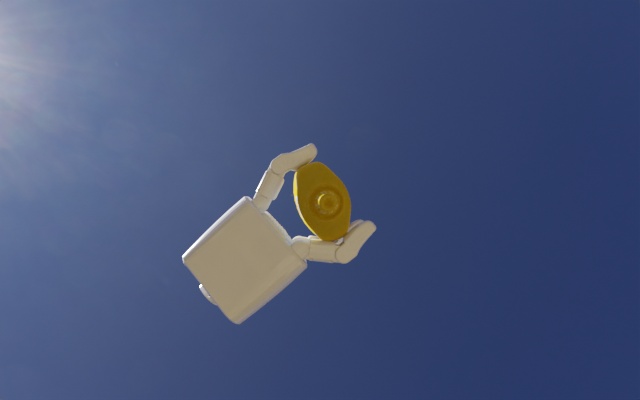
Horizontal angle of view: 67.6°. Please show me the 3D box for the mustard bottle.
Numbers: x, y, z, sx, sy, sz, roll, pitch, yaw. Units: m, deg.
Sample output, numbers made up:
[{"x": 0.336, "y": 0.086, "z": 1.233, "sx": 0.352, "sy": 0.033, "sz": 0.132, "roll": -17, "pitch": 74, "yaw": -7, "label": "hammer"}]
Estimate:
[{"x": 0.000, "y": 0.002, "z": 0.580, "sx": 0.058, "sy": 0.096, "sz": 0.191, "roll": -18, "pitch": 2, "yaw": -3, "label": "mustard bottle"}]
